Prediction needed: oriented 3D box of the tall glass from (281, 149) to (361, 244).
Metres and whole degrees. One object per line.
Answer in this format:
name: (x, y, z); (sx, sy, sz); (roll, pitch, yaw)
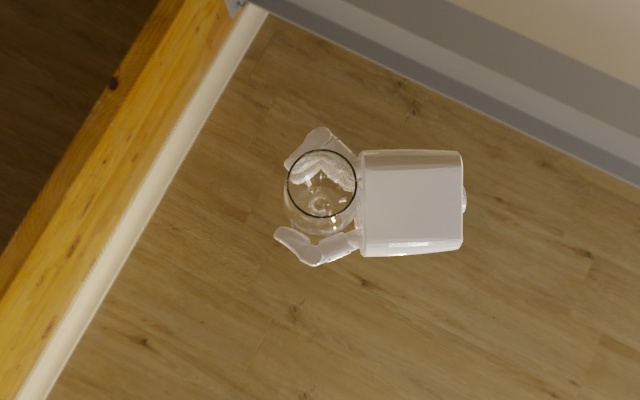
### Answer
tall glass: (0.000, 0.002, 0.509); (0.079, 0.079, 0.201); (0, -10, -1)
